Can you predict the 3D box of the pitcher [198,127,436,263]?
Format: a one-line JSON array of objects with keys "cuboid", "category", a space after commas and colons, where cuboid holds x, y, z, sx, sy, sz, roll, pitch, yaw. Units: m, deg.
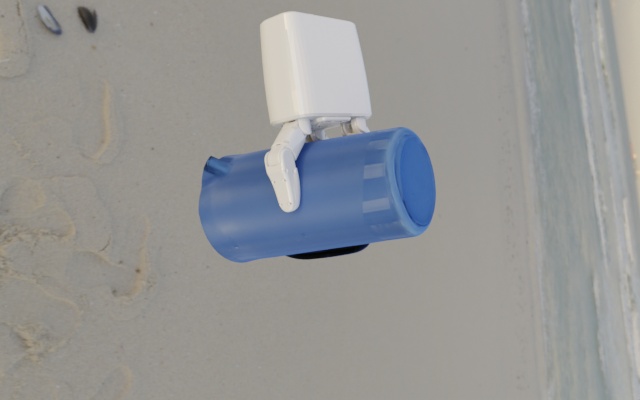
[{"cuboid": [0.000, 0.002, 0.532, 0.243, 0.145, 0.149, -8, 0, 33], "category": "pitcher"}]
